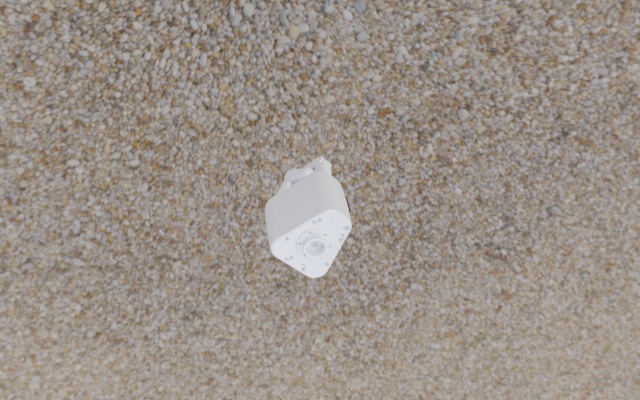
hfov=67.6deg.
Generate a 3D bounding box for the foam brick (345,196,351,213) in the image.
[{"bbox_3d":[0.000,0.002,0.751,0.078,0.053,0.051,35,20,-25],"label":"foam brick"}]
